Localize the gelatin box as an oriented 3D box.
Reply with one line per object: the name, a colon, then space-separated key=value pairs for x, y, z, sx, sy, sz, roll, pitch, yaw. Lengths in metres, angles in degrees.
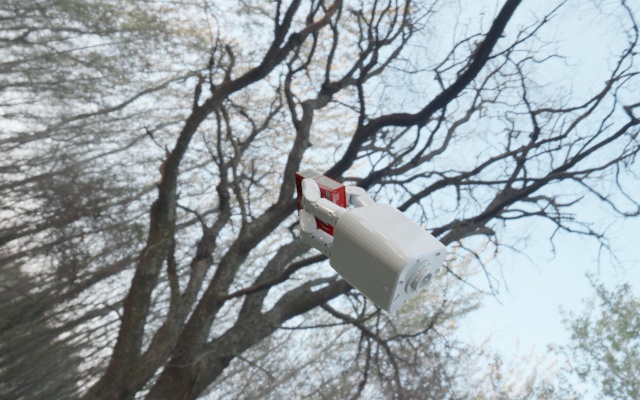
gelatin box: x=0.000 y=0.002 z=0.691 sx=0.030 sy=0.073 sz=0.089 roll=-21 pitch=33 yaw=-32
